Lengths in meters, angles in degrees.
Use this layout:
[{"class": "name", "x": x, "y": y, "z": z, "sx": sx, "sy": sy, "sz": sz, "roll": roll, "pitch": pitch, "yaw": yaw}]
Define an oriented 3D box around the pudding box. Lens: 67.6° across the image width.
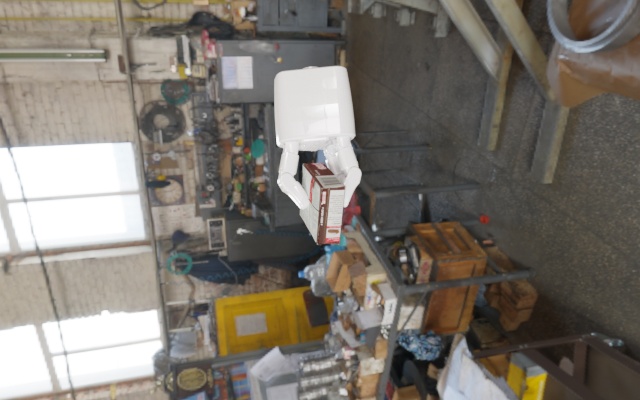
[{"class": "pudding box", "x": 0.000, "y": 0.002, "z": 0.707, "sx": 0.039, "sy": 0.090, "sz": 0.113, "roll": -2, "pitch": 22, "yaw": -14}]
